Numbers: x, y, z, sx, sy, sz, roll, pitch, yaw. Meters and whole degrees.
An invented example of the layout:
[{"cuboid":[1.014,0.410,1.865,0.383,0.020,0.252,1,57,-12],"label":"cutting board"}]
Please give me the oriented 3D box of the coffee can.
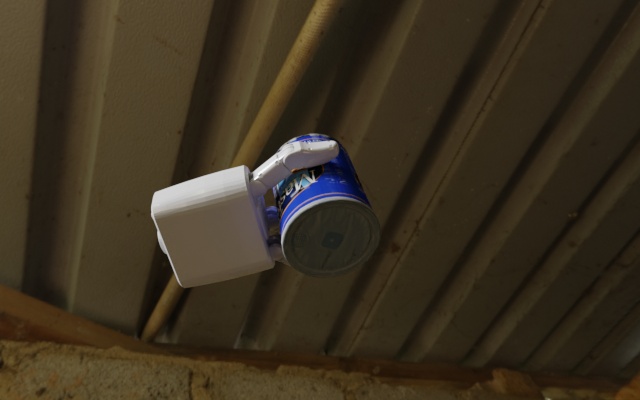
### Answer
[{"cuboid":[0.000,0.002,0.540,0.103,0.103,0.140,0,35,-12],"label":"coffee can"}]
